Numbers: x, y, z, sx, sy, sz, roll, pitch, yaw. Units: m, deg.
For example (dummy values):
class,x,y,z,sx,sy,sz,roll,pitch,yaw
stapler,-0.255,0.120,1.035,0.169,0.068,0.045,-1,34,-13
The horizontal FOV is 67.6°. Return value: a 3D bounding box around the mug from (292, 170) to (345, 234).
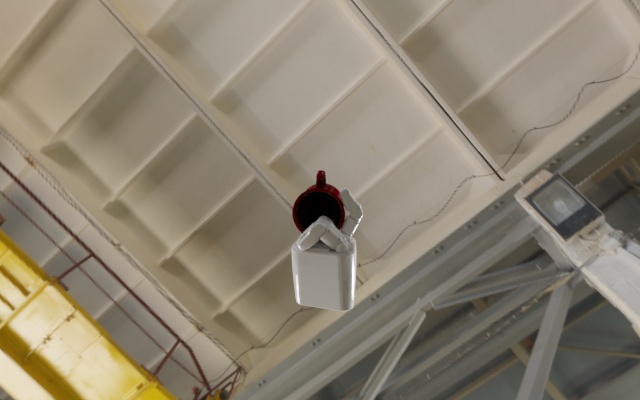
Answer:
class,x,y,z,sx,sy,sz,roll,pitch,yaw
mug,0.000,0.001,0.868,0.093,0.117,0.081,0,14,6
